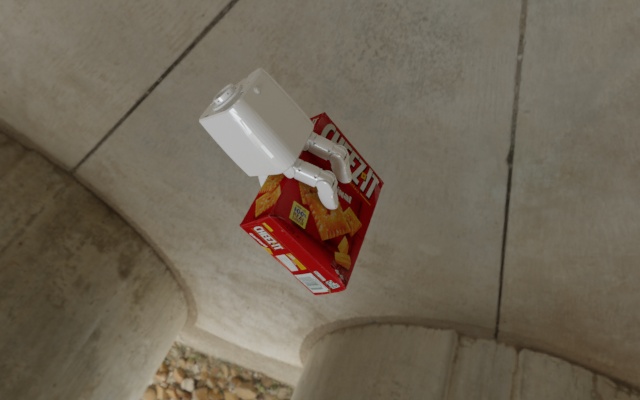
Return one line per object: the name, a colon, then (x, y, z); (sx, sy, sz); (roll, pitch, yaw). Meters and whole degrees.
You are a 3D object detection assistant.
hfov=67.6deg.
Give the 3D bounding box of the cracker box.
cracker box: (0.000, 0.002, 0.695); (0.072, 0.213, 0.164); (-17, -53, 41)
